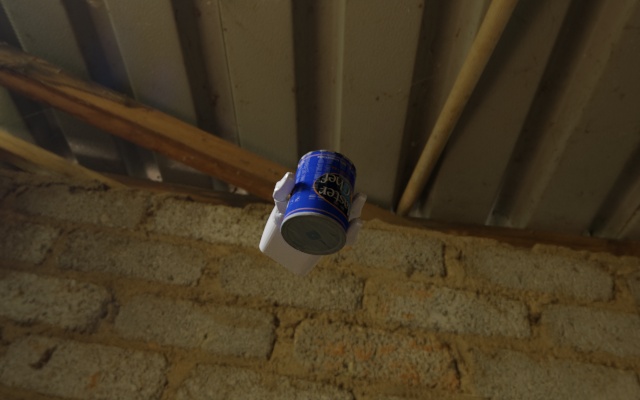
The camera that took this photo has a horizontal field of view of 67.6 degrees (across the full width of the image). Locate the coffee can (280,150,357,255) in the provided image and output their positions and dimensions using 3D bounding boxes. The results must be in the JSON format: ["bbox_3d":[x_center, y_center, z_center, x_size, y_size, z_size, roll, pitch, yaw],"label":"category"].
[{"bbox_3d":[0.000,0.003,0.774,0.103,0.140,0.103,7,-40,6],"label":"coffee can"}]
